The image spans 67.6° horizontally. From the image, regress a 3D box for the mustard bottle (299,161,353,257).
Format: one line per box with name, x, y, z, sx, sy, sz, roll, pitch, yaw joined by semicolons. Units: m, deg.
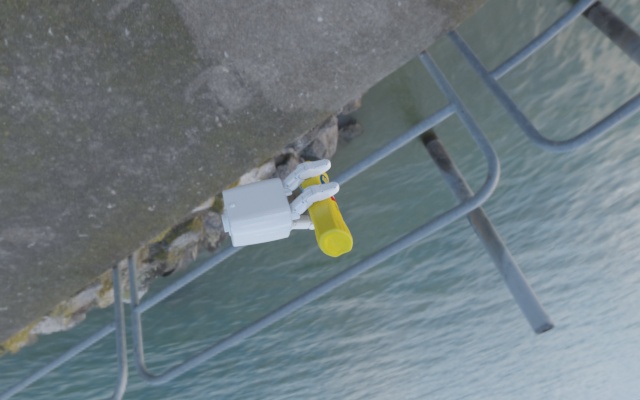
mustard bottle;0.001;0.003;0.872;0.058;0.191;0.096;-26;-35;7
